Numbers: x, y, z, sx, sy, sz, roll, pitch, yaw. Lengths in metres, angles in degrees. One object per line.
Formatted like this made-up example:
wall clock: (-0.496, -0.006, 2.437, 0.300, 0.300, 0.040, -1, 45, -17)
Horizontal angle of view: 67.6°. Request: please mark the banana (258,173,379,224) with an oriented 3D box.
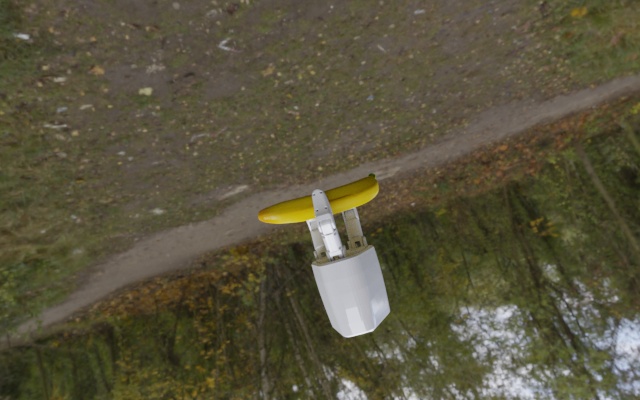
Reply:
banana: (0.009, 0.002, 0.695, 0.198, 0.037, 0.069, -17, 7, -18)
